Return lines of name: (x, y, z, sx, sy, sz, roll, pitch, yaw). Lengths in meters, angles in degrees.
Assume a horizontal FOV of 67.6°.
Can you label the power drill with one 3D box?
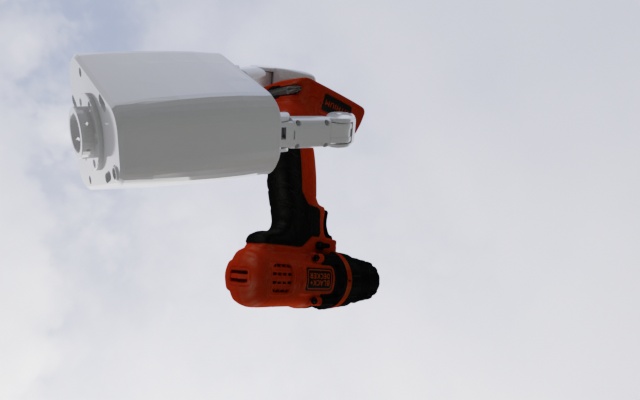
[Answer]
power drill: (0.000, 0.001, 0.422, 0.057, 0.187, 0.184, -5, -11, 35)
